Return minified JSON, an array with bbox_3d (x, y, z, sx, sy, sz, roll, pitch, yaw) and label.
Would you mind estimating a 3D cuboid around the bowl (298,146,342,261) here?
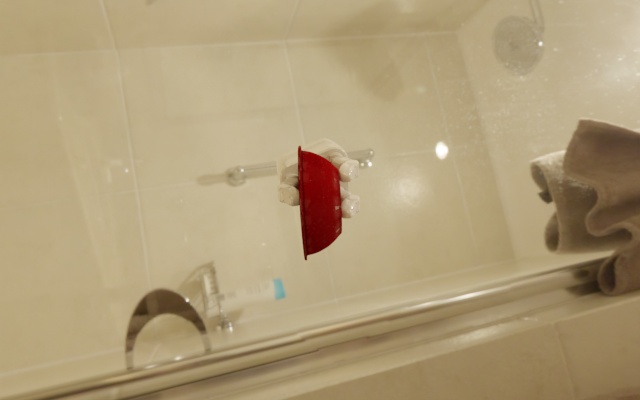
[{"bbox_3d":[0.001,0.003,0.670,0.055,0.162,0.162,-3,0,0],"label":"bowl"}]
